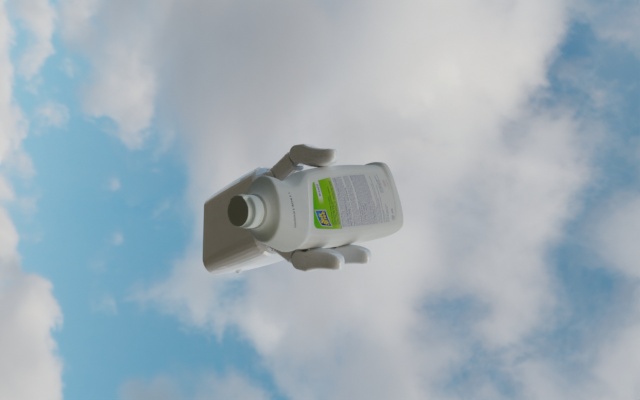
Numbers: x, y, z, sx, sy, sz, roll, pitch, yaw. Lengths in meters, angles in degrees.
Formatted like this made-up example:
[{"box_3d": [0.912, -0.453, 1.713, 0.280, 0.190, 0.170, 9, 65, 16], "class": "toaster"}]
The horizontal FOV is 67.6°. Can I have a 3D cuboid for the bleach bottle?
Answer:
[{"box_3d": [0.000, 0.002, 0.530, 0.068, 0.102, 0.251, -24, -15, 35], "class": "bleach bottle"}]
